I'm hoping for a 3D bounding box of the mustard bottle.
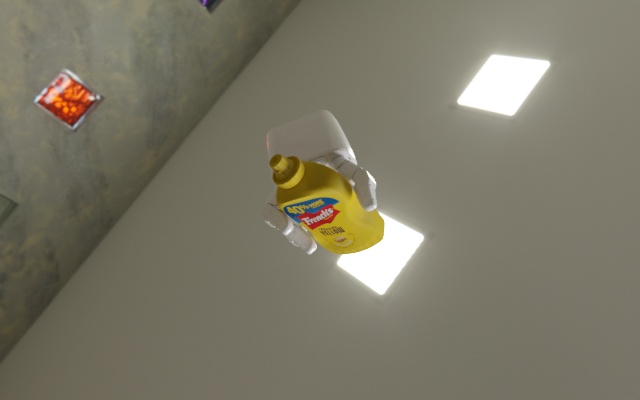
[{"bbox_3d":[0.000,0.002,0.613,0.096,0.058,0.192,-13,-40,32],"label":"mustard bottle"}]
